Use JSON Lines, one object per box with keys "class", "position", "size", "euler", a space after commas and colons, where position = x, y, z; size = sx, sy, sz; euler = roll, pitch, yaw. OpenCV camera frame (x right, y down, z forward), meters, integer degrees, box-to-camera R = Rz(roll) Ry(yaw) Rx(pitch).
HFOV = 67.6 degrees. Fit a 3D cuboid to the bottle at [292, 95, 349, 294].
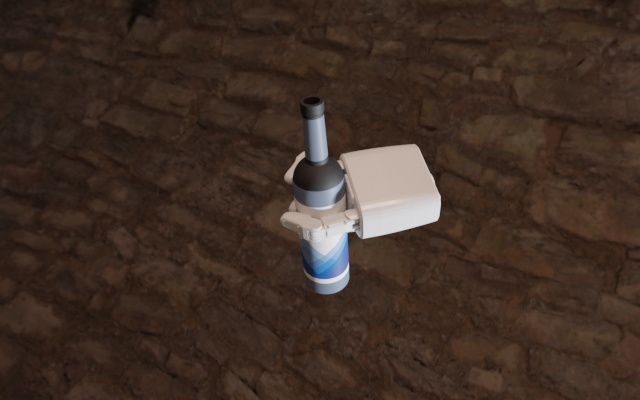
{"class": "bottle", "position": [0.000, 0.002, 0.624], "size": [0.069, 0.296, 0.069], "euler": [-3, 40, 2]}
